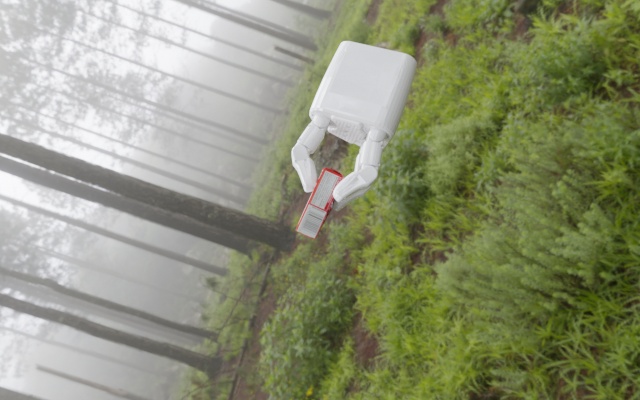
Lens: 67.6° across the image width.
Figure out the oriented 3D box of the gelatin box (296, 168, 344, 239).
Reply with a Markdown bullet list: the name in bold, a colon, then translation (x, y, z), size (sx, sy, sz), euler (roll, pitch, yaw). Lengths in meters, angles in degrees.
- **gelatin box**: translation (0.000, 0.002, 0.617), size (0.030, 0.089, 0.073), euler (25, 2, -2)
